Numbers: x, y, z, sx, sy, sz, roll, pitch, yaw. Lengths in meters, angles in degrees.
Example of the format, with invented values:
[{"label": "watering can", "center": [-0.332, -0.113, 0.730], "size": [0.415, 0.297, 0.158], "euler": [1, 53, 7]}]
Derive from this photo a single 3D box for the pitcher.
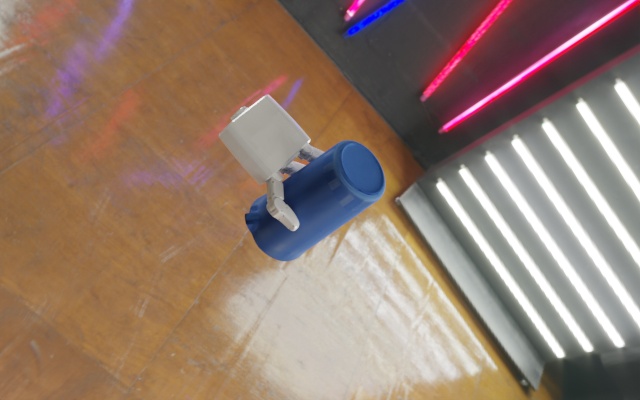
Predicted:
[{"label": "pitcher", "center": [0.000, 0.003, 0.814], "size": [0.243, 0.145, 0.149], "euler": [-34, 10, 43]}]
